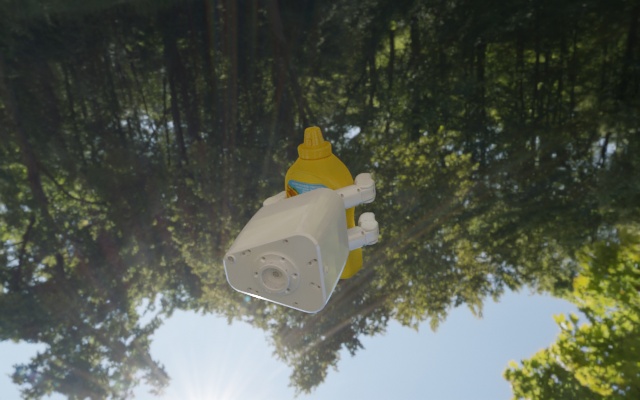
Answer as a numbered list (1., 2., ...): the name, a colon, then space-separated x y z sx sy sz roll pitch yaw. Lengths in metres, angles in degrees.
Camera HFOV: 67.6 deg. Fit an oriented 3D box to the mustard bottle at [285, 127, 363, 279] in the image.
1. mustard bottle: 0.000 0.002 0.609 0.096 0.192 0.058 11 28 38
